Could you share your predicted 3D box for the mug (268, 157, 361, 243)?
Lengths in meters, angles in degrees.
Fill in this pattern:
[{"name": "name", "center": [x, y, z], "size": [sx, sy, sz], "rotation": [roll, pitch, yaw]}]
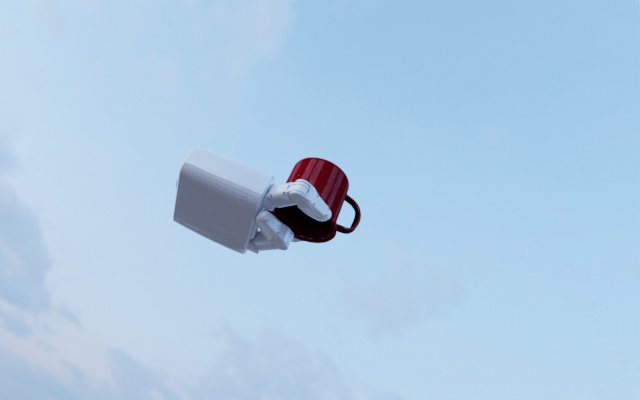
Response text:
[{"name": "mug", "center": [0.002, 0.002, 0.633], "size": [0.117, 0.081, 0.093], "rotation": [24, -34, -2]}]
